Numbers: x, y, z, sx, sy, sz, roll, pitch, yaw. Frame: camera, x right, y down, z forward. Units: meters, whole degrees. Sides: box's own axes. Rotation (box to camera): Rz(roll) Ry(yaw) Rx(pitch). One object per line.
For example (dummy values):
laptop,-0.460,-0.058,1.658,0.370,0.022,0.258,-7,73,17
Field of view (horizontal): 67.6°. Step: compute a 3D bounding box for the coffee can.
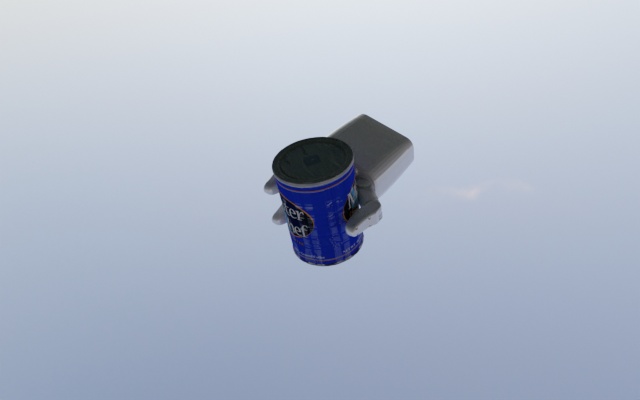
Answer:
coffee can,0.000,0.002,0.632,0.103,0.140,0.102,-7,38,5
